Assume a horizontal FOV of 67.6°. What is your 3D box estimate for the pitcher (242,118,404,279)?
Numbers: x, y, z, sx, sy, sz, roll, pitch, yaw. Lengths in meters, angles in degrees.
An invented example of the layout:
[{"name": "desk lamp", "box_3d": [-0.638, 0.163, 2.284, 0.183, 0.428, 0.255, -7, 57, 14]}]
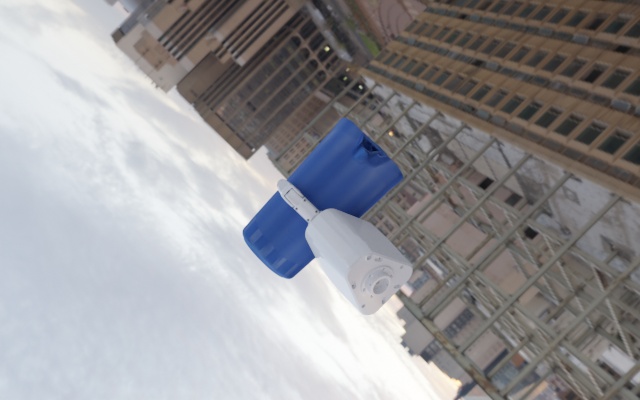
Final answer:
[{"name": "pitcher", "box_3d": [0.000, 0.002, 0.744, 0.149, 0.243, 0.145, 45, 0, -42]}]
